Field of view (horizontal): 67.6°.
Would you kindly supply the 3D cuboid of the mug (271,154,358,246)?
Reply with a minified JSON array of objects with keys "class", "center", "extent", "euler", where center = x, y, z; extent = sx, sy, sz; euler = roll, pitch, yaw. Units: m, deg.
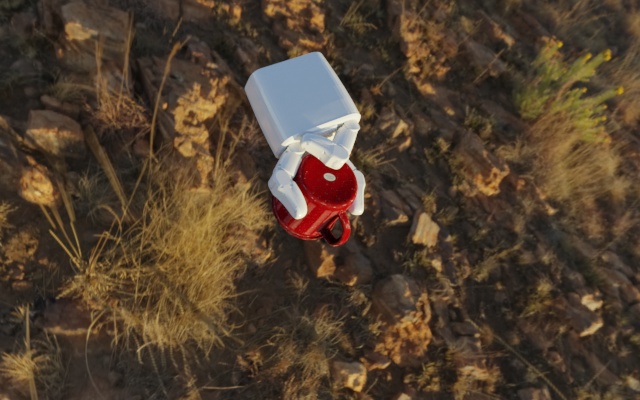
[{"class":"mug","center":[0.001,0.003,0.599],"extent":[0.093,0.117,0.081],"euler":[-18,-17,-33]}]
